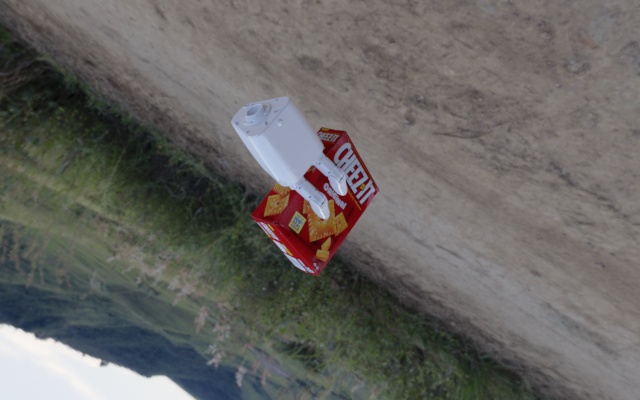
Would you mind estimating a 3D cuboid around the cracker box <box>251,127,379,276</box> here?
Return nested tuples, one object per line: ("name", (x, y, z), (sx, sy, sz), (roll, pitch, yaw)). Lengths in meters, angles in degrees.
("cracker box", (0.000, 0.003, 0.856), (0.072, 0.213, 0.164), (18, -28, 44))
